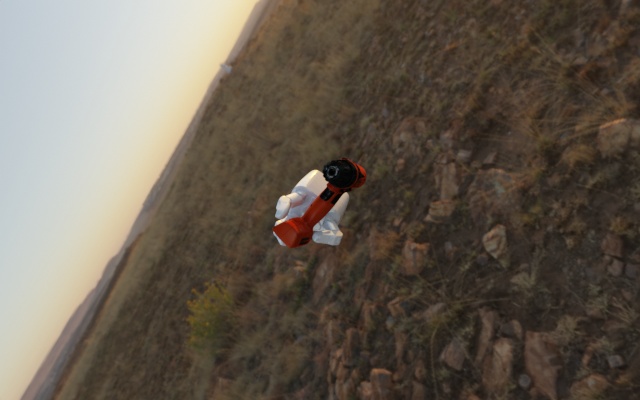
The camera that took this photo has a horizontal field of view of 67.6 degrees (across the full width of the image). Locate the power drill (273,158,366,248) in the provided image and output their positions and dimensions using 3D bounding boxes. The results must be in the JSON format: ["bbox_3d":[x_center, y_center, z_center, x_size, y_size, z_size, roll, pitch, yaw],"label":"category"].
[{"bbox_3d":[0.000,0.003,0.862,0.188,0.057,0.184,-46,-13,12],"label":"power drill"}]
